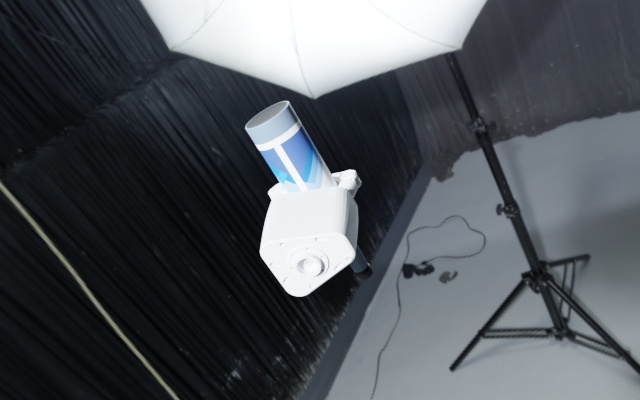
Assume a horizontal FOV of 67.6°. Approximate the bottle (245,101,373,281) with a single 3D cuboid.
[{"bbox_3d":[0.000,0.002,0.682,0.069,0.296,0.069,-25,26,13],"label":"bottle"}]
